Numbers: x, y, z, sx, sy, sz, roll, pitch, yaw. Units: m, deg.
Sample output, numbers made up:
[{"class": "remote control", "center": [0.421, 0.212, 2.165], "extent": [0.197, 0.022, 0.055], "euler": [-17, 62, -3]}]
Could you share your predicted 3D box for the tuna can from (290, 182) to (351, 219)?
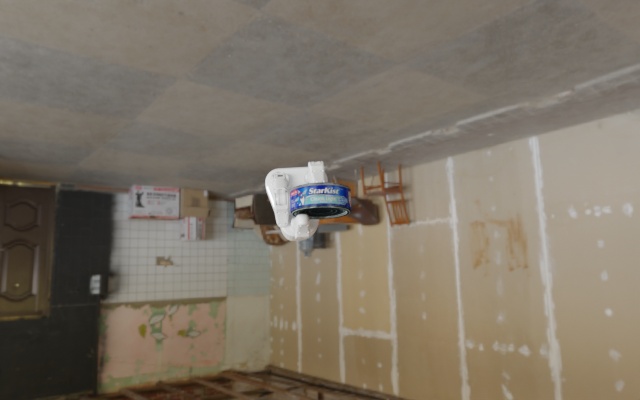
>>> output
[{"class": "tuna can", "center": [0.000, 0.003, 0.665], "extent": [0.086, 0.033, 0.086], "euler": [-2, -14, 0]}]
